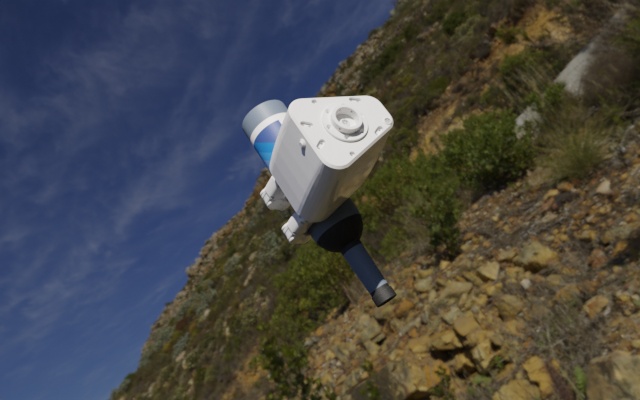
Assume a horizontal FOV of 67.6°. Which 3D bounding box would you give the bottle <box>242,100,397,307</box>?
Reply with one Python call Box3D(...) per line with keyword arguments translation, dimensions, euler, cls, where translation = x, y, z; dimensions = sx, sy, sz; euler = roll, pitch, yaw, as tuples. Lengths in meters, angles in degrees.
Box3D(translation=(0.000, 0.002, 0.603), dimensions=(0.069, 0.295, 0.069), euler=(-30, -19, -12), cls="bottle")
